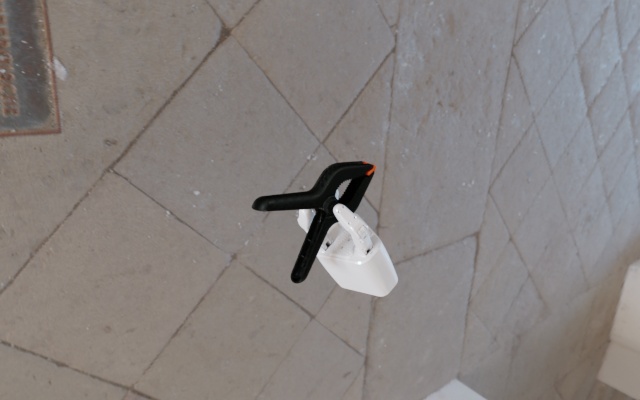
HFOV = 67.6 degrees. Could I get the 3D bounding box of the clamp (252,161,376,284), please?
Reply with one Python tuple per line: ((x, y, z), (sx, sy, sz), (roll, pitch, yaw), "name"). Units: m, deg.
((0.001, 0.002, 0.699), (0.036, 0.210, 0.165), (27, -24, 44), "clamp")
